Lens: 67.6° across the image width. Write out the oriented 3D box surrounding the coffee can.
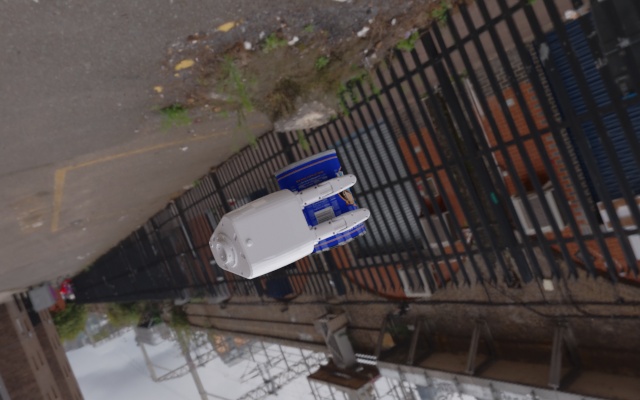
[{"bbox_3d":[0.000,0.002,0.753,0.103,0.140,0.103,-22,1,0],"label":"coffee can"}]
